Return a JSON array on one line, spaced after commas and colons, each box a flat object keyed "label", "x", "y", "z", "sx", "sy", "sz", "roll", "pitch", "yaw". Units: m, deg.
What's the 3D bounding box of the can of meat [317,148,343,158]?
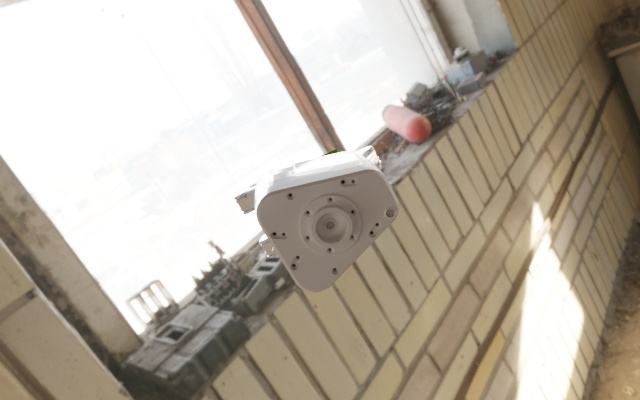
[{"label": "can of meat", "x": 0.000, "y": 0.001, "z": 0.525, "sx": 0.102, "sy": 0.084, "sz": 0.057, "roll": -29, "pitch": 13, "yaw": 5}]
